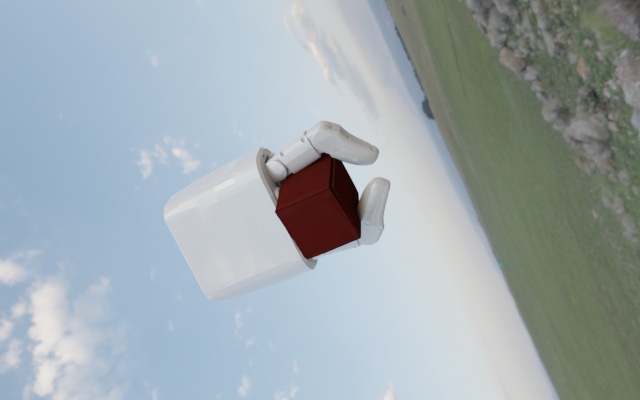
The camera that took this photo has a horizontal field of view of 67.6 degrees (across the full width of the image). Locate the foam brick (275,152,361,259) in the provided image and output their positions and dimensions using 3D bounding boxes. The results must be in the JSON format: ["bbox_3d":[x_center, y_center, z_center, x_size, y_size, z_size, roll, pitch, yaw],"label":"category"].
[{"bbox_3d":[0.000,0.001,0.402,0.051,0.053,0.078,-23,25,15],"label":"foam brick"}]
